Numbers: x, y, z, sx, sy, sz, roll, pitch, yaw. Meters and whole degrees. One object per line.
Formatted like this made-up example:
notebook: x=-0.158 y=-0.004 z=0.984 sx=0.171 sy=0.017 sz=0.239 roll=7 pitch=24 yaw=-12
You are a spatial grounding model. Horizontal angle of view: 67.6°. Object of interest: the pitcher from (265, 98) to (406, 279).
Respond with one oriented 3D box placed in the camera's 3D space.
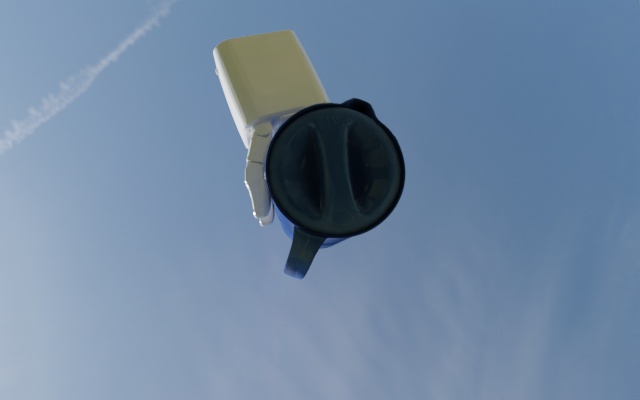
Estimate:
pitcher: x=0.000 y=0.002 z=0.557 sx=0.149 sy=0.145 sz=0.243 roll=-24 pitch=-9 yaw=-10
